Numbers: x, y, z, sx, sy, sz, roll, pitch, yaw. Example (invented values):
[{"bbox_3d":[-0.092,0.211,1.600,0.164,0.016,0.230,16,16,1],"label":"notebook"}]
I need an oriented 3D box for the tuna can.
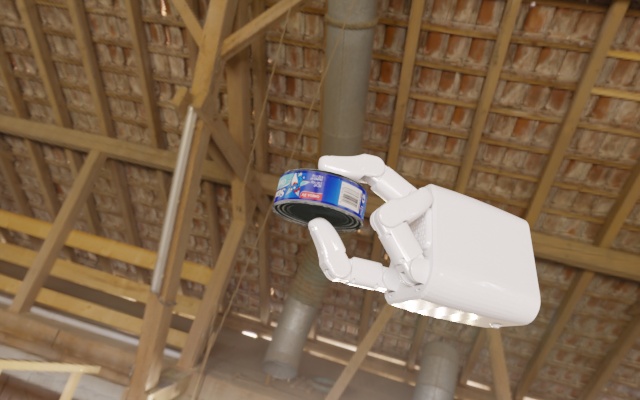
[{"bbox_3d":[0.000,0.001,0.447,0.086,0.033,0.086,10,-17,3],"label":"tuna can"}]
